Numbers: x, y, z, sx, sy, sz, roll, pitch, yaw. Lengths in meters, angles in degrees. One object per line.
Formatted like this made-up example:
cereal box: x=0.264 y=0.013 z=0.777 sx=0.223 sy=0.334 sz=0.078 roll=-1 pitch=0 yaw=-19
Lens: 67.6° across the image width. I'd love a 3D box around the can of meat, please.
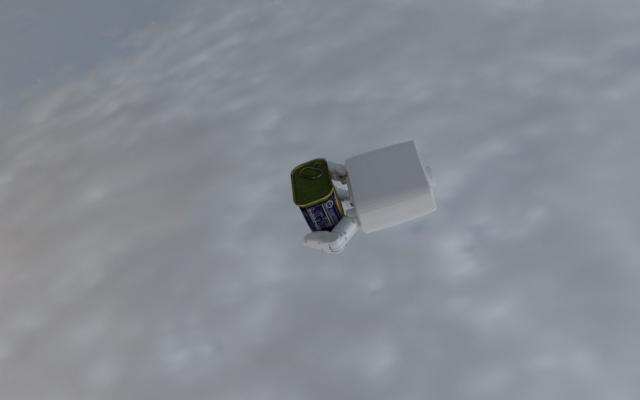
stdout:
can of meat: x=0.000 y=0.003 z=0.692 sx=0.057 sy=0.084 sz=0.102 roll=-20 pitch=36 yaw=6
